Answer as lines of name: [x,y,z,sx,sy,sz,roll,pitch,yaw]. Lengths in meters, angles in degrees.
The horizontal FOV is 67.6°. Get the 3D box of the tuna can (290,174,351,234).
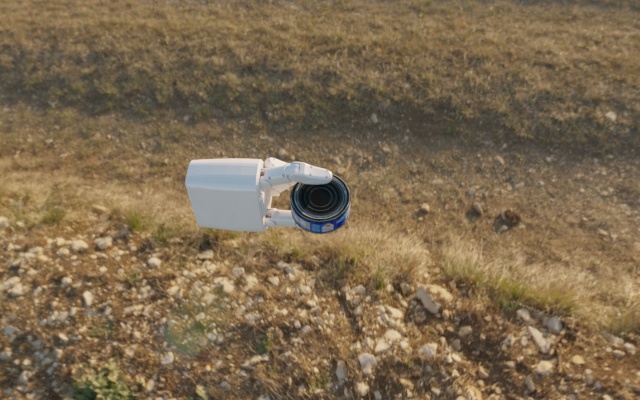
tuna can: [0.000,0.002,0.673,0.086,0.086,0.034,0,-32,0]
